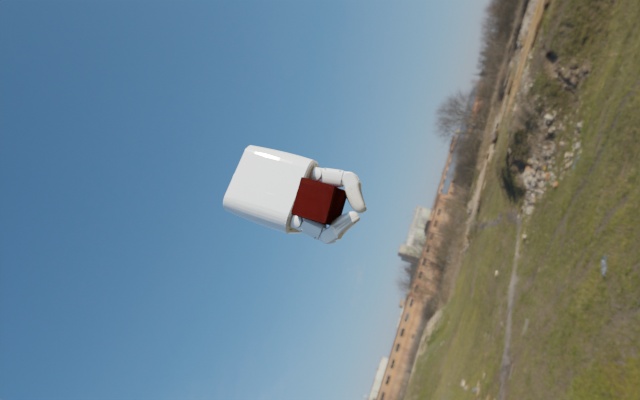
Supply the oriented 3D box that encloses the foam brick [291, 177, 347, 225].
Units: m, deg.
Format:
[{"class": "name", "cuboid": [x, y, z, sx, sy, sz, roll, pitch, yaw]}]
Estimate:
[{"class": "foam brick", "cuboid": [0.000, 0.002, 0.657, 0.051, 0.053, 0.078, 17, 1, 15]}]
